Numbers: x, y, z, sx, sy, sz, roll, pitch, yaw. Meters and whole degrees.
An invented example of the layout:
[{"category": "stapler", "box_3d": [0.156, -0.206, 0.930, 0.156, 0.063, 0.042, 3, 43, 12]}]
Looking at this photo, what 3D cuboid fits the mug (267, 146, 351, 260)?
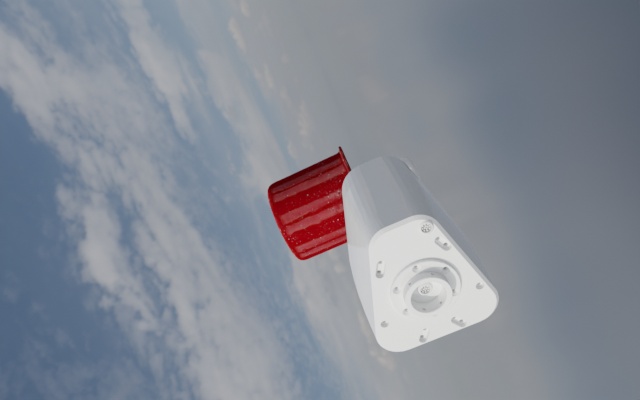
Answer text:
[{"category": "mug", "box_3d": [0.000, 0.001, 0.473, 0.081, 0.093, 0.117, -24, 25, 5]}]
